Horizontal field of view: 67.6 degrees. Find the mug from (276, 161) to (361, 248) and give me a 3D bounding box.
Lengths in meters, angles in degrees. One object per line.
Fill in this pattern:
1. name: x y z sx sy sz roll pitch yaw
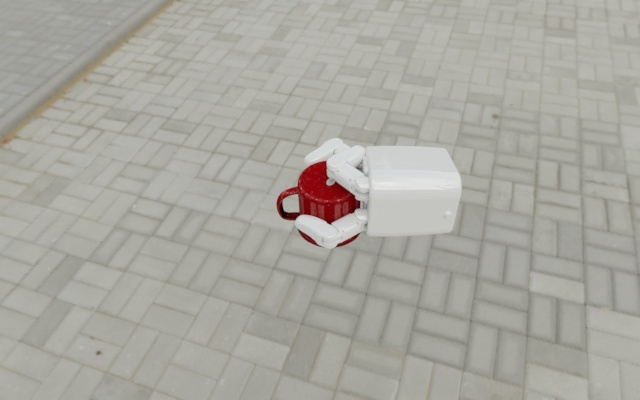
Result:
1. mug: -0.001 0.002 0.632 0.117 0.093 0.082 -2 -45 1
